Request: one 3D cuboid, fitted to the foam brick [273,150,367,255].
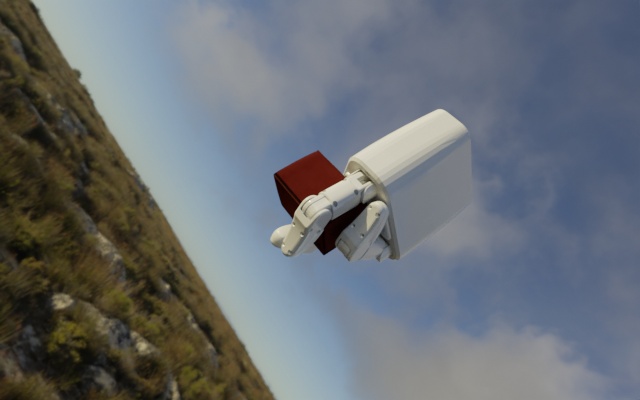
[{"bbox_3d":[0.000,0.001,0.456,0.051,0.078,0.053,-33,-30,-17],"label":"foam brick"}]
